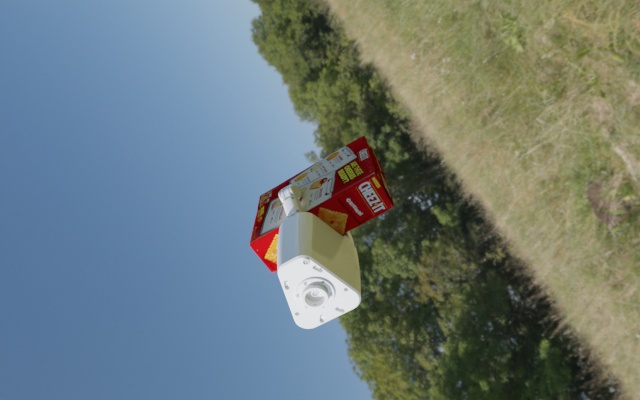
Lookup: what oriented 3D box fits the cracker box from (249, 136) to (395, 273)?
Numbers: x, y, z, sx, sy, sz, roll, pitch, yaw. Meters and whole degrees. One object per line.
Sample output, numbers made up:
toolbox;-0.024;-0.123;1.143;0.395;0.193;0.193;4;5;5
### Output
cracker box;0.000;0.002;0.755;0.214;0.072;0.164;-29;23;13
